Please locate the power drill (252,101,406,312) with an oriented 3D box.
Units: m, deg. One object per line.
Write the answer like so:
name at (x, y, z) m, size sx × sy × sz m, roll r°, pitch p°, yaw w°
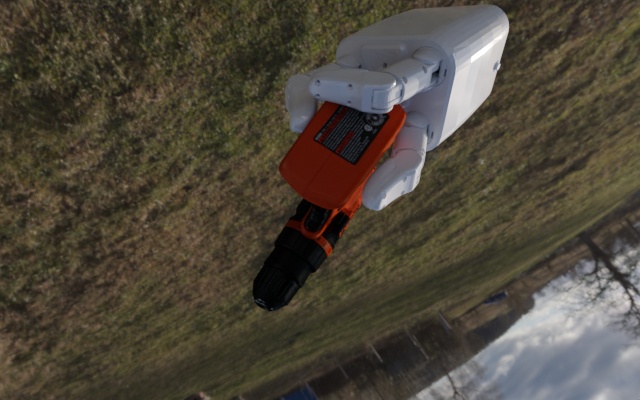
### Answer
power drill at (0.000, 0.001, 0.408) m, size 0.057 × 0.184 × 0.188 m, roll 31°, pitch -22°, yaw 6°
